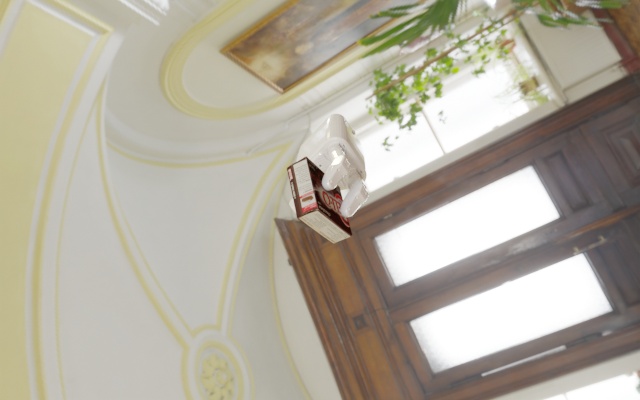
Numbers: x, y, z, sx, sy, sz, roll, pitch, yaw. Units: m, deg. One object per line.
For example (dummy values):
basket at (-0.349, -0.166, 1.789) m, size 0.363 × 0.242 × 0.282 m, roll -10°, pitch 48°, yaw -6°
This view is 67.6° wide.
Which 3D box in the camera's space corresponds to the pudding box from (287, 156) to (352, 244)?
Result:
pudding box at (0.000, 0.002, 0.692) m, size 0.039 × 0.090 × 0.113 m, roll -27°, pitch -33°, yaw 20°
